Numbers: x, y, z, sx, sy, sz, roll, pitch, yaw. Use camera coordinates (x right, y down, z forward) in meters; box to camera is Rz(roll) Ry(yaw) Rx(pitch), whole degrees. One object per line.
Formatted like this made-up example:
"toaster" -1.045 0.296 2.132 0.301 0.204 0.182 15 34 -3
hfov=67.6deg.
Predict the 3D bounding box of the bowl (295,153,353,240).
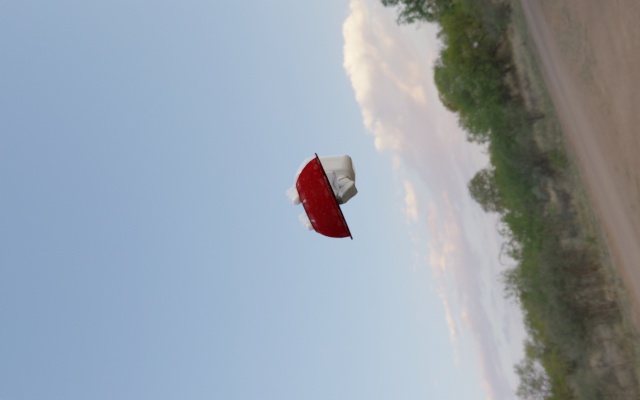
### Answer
"bowl" 0.000 0.003 0.815 0.055 0.162 0.162 -23 -1 2
